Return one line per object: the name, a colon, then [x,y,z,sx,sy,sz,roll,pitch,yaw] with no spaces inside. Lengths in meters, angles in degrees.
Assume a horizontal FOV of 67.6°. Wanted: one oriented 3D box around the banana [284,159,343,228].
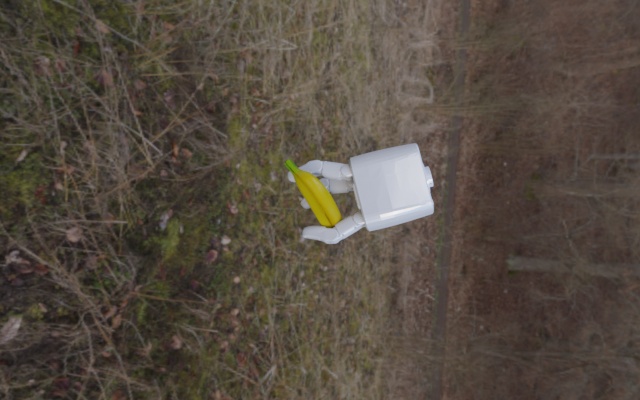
banana: [0.006,0.012,0.753,0.037,0.069,0.198,-31,-44,-1]
